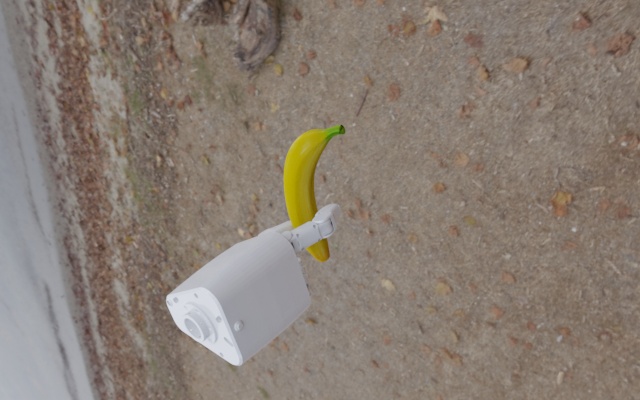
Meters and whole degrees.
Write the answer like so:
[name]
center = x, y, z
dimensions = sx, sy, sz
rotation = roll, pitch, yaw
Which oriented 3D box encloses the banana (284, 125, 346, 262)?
[banana]
center = -0.014, -0.008, 0.588
dimensions = 0.069, 0.198, 0.037
rotation = 26, 41, 27
